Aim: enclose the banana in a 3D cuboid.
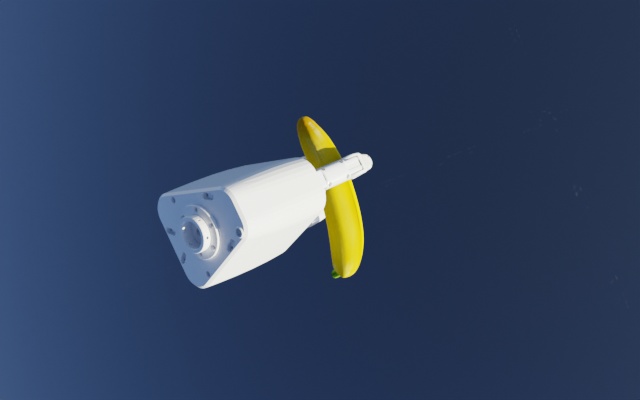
[{"bbox_3d":[0.013,0.007,0.518,0.037,0.198,0.069,-24,22,-37],"label":"banana"}]
